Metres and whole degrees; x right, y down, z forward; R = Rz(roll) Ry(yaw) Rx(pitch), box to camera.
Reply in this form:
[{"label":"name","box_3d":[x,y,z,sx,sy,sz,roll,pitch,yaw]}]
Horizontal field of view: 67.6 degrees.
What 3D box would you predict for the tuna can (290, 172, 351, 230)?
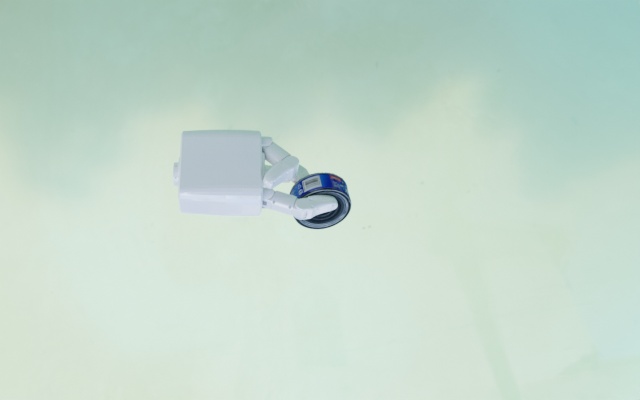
[{"label":"tuna can","box_3d":[0.000,0.003,0.676,0.086,0.033,0.086,-7,-42,-7]}]
